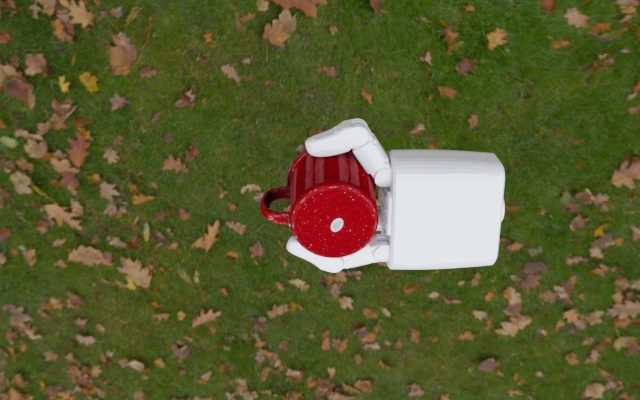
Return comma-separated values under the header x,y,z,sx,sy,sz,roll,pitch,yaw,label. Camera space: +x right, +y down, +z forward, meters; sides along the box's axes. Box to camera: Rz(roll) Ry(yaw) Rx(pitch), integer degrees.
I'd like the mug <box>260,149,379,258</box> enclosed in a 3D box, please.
x,y,z,sx,sy,sz,roll,pitch,yaw,label
-0.001,0.002,0.461,0.117,0.093,0.081,-1,30,0,mug
